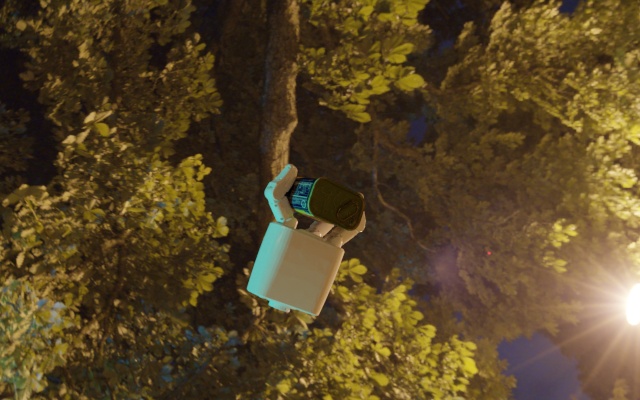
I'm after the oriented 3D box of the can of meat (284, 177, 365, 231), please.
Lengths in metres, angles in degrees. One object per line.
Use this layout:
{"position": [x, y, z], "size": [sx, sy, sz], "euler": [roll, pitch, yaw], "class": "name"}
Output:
{"position": [0.000, 0.002, 0.706], "size": [0.102, 0.057, 0.084], "euler": [24, -9, -37], "class": "can of meat"}
